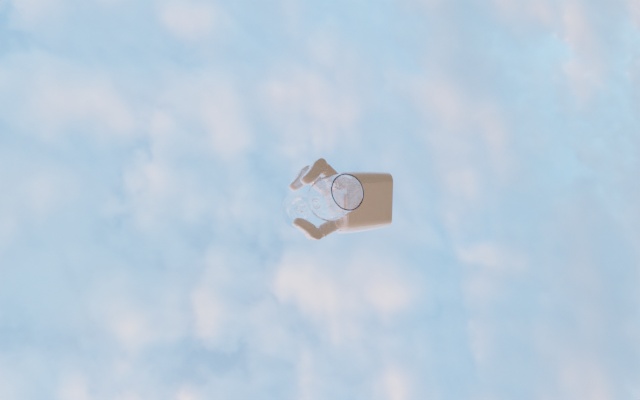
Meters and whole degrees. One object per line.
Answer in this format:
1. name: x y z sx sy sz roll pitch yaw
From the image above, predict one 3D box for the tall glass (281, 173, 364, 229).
1. tall glass: 0.000 0.003 0.860 0.079 0.079 0.201 0 -10 -27
